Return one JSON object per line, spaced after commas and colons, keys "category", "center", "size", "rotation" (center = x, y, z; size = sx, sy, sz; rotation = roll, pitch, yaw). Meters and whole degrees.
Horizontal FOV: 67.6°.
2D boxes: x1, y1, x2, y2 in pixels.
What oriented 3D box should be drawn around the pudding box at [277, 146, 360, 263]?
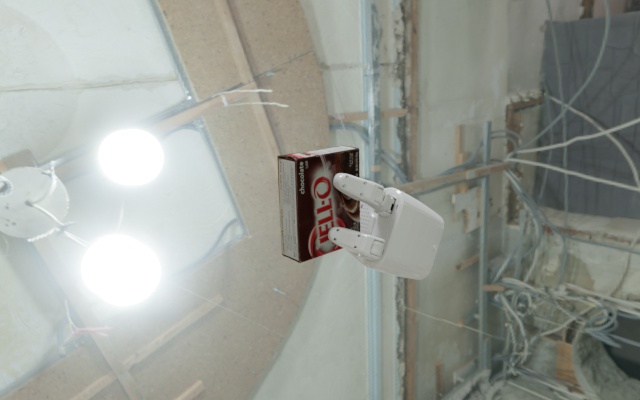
{"category": "pudding box", "center": [0.000, 0.002, 0.518], "size": [0.090, 0.113, 0.039], "rotation": [-15, 17, -40]}
